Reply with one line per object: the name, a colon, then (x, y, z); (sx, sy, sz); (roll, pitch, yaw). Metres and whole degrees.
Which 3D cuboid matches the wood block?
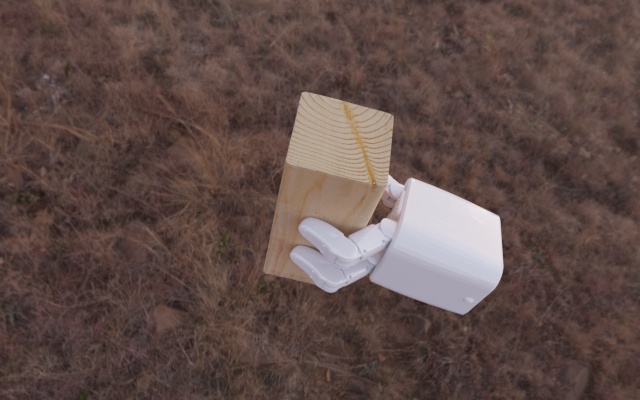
wood block: (0.001, 0.001, 0.499); (0.090, 0.090, 0.206); (13, -36, -4)
